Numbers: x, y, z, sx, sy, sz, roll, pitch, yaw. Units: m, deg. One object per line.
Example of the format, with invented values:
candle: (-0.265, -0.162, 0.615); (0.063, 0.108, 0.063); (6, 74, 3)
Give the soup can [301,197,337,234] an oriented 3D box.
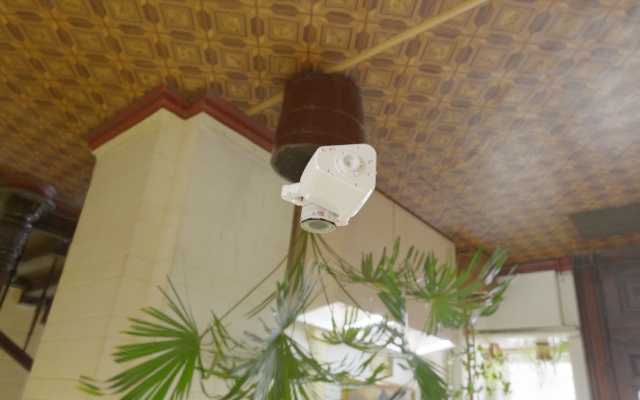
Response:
soup can: (0.000, 0.003, 0.895); (0.068, 0.102, 0.068); (4, -25, 2)
